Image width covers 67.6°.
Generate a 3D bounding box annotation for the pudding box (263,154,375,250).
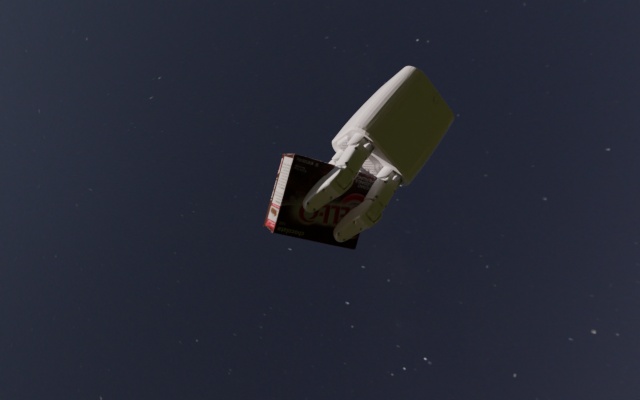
[{"bbox_3d":[0.000,0.002,0.551,0.113,0.090,0.039,14,2,-27],"label":"pudding box"}]
